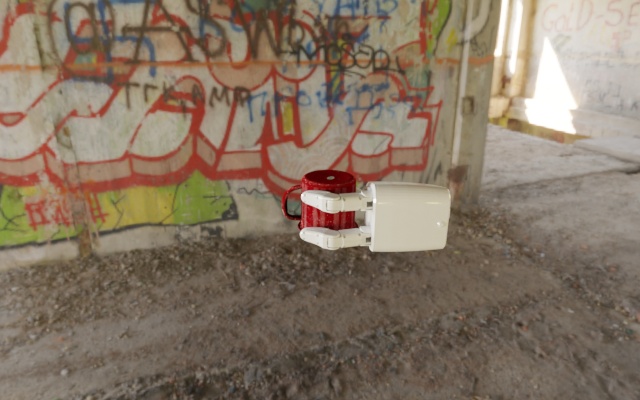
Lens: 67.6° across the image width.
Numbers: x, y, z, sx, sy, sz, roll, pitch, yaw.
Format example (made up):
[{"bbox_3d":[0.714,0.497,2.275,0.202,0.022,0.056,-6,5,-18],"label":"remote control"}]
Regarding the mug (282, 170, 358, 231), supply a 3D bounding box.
[{"bbox_3d":[-0.001,0.002,0.718,0.117,0.081,0.093,0,20,-3],"label":"mug"}]
